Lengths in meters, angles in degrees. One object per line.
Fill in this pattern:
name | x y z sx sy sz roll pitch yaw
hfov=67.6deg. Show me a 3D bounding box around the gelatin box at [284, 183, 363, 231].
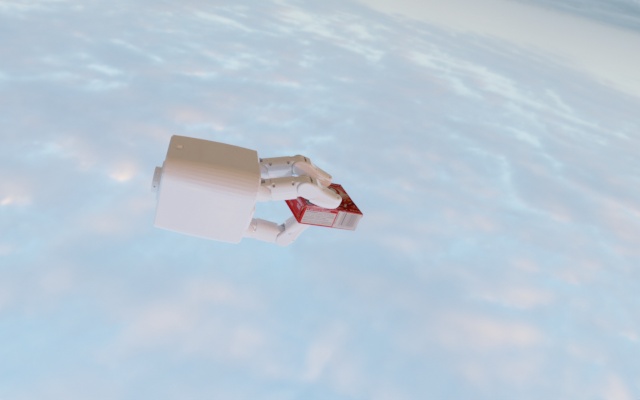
gelatin box | 0.000 0.002 0.613 0.089 0.030 0.073 9 29 -31
